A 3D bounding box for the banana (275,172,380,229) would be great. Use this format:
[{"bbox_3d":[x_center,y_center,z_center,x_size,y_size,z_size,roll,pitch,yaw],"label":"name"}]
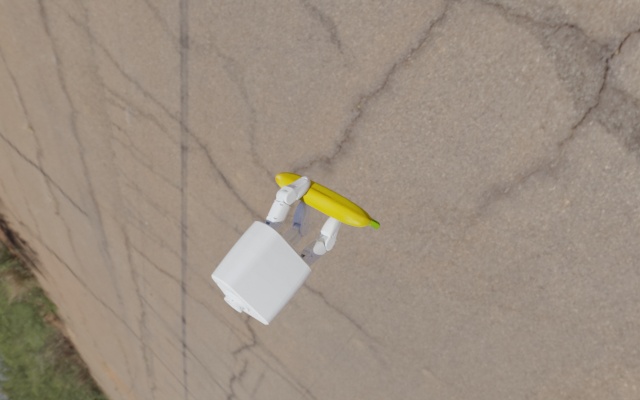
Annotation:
[{"bbox_3d":[-0.001,-0.002,0.762,0.198,0.037,0.070,28,-11,19],"label":"banana"}]
